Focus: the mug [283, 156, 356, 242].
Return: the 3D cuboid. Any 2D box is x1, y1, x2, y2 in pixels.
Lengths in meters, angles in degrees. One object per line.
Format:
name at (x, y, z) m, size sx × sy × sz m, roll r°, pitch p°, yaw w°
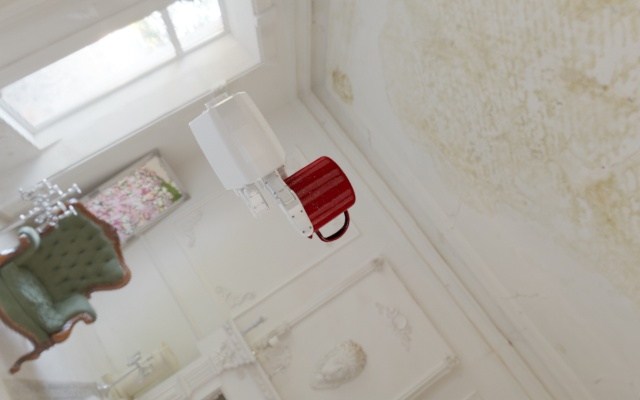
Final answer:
mug at (0.001, 0.003, 0.656) m, size 0.081 × 0.117 × 0.093 m, roll -34°, pitch 14°, yaw -12°
